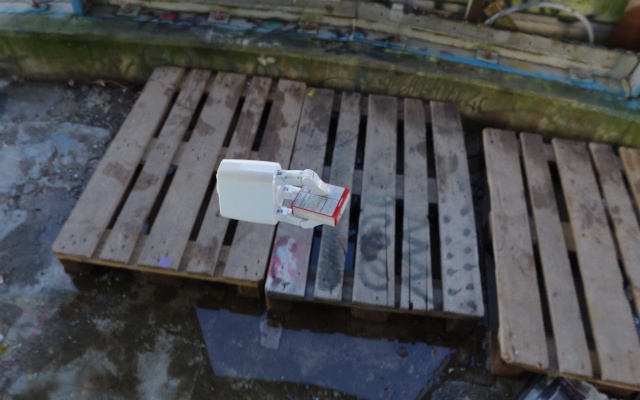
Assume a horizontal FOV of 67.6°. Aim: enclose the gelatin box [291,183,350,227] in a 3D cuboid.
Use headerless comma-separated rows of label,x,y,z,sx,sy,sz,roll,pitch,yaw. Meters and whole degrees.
gelatin box,0.000,0.003,0.870,0.089,0.073,0.030,14,-38,17
